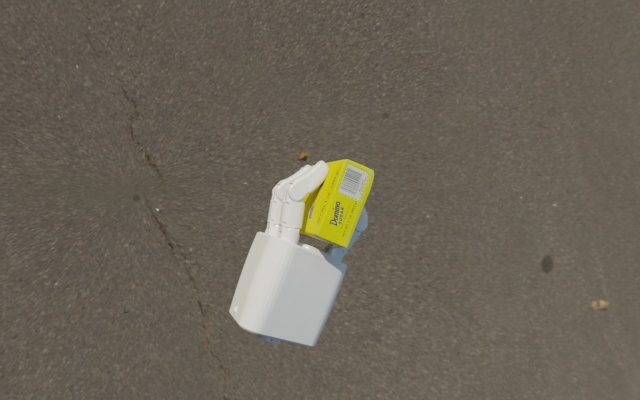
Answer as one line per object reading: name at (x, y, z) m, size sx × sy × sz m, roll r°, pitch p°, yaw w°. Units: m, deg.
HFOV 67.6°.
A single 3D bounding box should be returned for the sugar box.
sugar box at (0.000, 0.002, 0.599) m, size 0.048 × 0.093 × 0.176 m, roll 24°, pitch -8°, yaw -20°
